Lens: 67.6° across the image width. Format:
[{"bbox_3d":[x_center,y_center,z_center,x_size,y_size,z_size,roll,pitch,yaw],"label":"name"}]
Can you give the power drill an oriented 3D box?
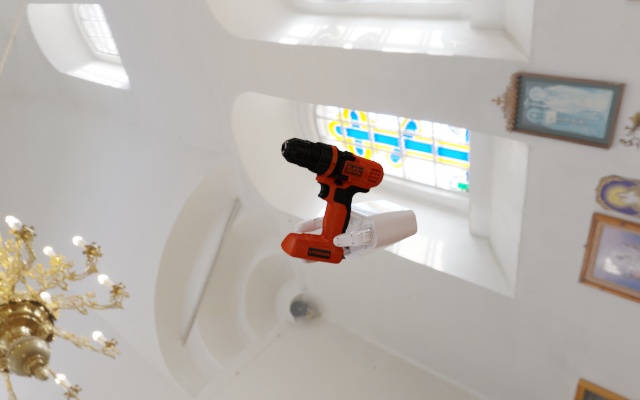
[{"bbox_3d":[0.000,0.003,0.771,0.184,0.188,0.057,14,12,-27],"label":"power drill"}]
